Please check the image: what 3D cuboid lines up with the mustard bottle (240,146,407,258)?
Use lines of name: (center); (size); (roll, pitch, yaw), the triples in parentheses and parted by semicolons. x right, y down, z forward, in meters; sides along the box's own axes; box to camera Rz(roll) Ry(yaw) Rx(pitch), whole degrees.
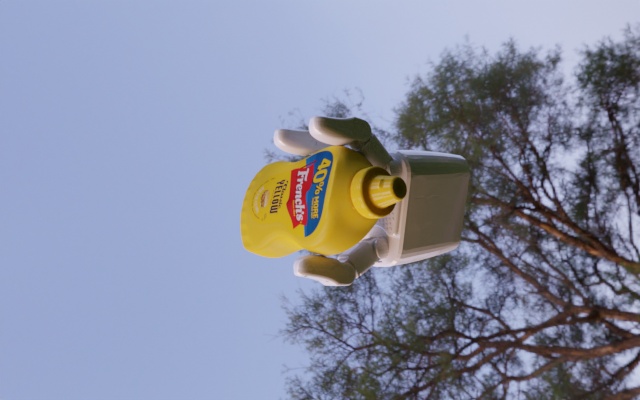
mustard bottle: (0.000, 0.001, 0.430); (0.058, 0.096, 0.191); (25, -21, -34)
